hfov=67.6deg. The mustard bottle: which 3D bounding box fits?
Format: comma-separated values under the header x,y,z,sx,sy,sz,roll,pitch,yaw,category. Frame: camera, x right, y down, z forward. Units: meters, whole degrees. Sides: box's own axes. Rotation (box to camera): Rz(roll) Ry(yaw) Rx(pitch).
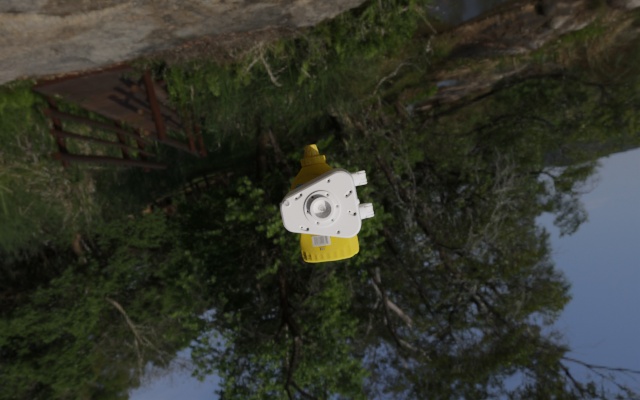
x,y,z,sx,sy,sz,roll,pitch,yaw,category
0.000,0.003,0.794,0.096,0.191,0.058,-9,4,27,mustard bottle
